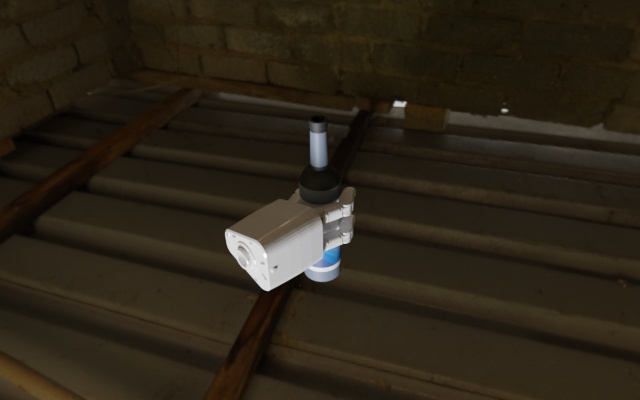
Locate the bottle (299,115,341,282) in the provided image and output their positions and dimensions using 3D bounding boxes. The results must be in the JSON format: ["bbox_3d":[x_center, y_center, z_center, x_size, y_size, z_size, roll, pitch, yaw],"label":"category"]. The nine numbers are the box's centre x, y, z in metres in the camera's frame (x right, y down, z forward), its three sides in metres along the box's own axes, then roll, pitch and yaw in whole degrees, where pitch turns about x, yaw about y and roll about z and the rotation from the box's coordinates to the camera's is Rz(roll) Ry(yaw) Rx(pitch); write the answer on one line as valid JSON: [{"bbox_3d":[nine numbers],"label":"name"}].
[{"bbox_3d":[0.000,0.003,0.771,0.069,0.296,0.069,-1,35,1],"label":"bottle"}]
